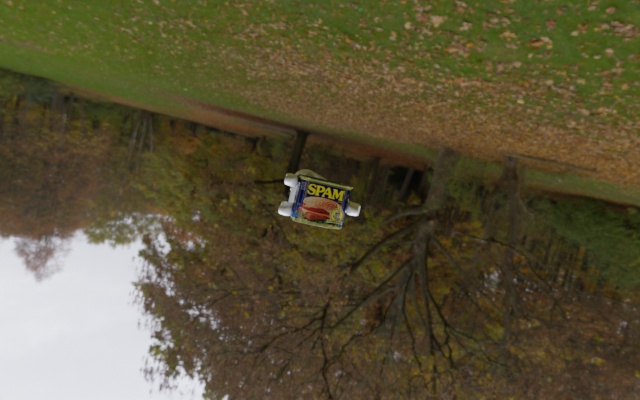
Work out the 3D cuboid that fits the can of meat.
[{"bbox_3d":[0.000,0.003,0.888,0.102,0.084,0.057,12,6,-14],"label":"can of meat"}]
